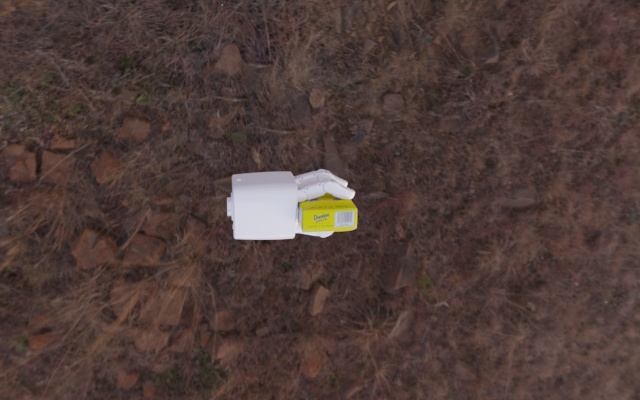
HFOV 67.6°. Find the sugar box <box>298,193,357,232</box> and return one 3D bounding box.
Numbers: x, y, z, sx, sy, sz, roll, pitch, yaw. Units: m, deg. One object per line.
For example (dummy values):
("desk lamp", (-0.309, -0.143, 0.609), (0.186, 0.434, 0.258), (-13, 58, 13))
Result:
("sugar box", (0.000, 0.002, 0.856), (0.093, 0.048, 0.176), (-2, 22, -11))
